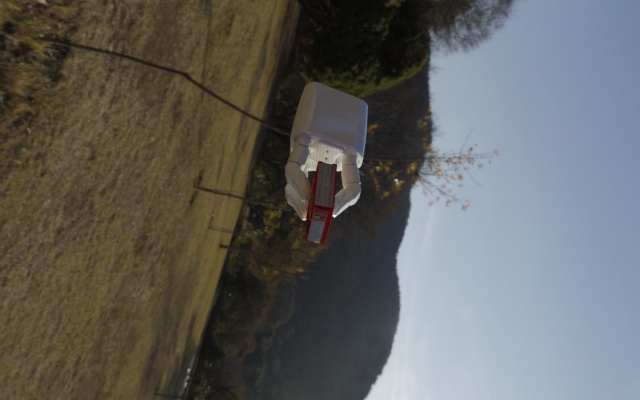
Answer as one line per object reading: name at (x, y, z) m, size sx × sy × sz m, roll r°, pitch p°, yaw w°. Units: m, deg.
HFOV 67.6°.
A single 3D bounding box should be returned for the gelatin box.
gelatin box at (0.001, 0.002, 0.654) m, size 0.030 × 0.089 × 0.073 m, roll 9°, pitch -44°, yaw -5°
